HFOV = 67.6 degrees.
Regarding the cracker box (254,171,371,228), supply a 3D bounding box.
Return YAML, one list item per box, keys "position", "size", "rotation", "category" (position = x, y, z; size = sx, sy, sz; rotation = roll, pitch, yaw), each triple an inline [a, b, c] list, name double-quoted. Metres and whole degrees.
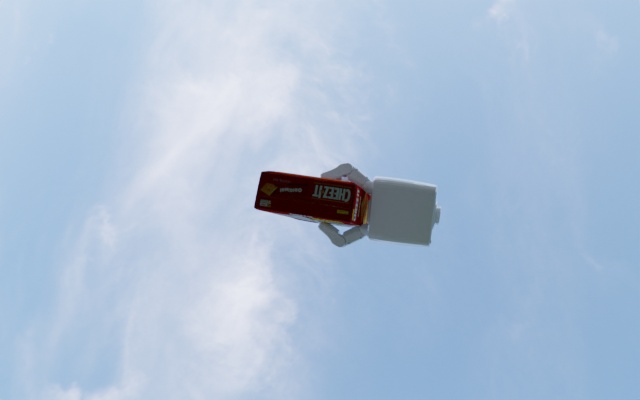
- position: [0.000, 0.003, 0.851]
  size: [0.164, 0.072, 0.214]
  rotation: [8, -5, 15]
  category: "cracker box"
